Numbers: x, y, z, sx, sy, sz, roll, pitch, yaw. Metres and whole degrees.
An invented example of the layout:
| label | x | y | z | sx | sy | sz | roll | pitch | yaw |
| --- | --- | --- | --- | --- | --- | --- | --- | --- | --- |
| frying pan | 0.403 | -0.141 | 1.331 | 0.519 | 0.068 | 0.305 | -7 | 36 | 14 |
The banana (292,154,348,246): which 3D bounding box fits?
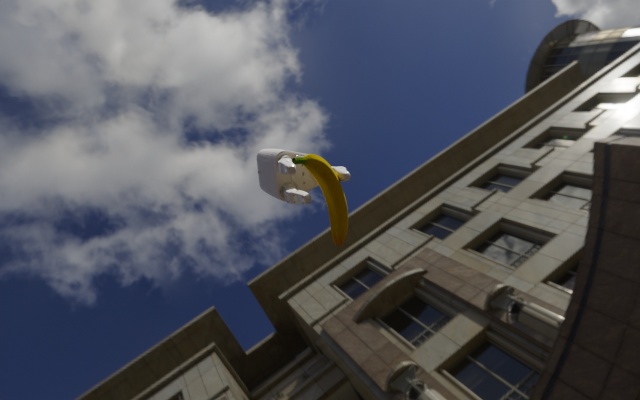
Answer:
| label | x | y | z | sx | sy | sz | roll | pitch | yaw |
| --- | --- | --- | --- | --- | --- | --- | --- | --- | --- |
| banana | 0.012 | -0.011 | 0.864 | 0.069 | 0.198 | 0.037 | -39 | 27 | -22 |
